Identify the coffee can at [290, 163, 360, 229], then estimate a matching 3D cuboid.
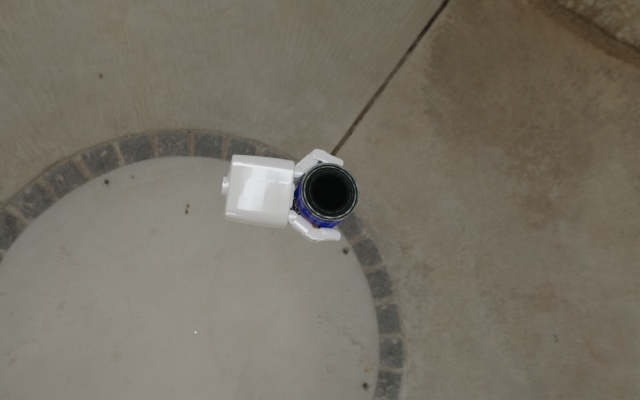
[{"bbox_3d":[0.000,0.003,0.861,0.103,0.102,0.140,0,-15,-15],"label":"coffee can"}]
